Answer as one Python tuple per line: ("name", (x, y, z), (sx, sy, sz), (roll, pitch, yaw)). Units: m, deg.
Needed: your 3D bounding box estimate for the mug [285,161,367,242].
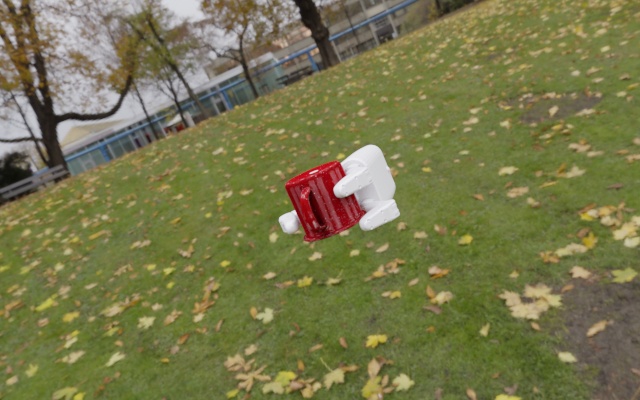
("mug", (-0.001, 0.002, 0.627), (0.093, 0.081, 0.117), (-19, 10, 24))
